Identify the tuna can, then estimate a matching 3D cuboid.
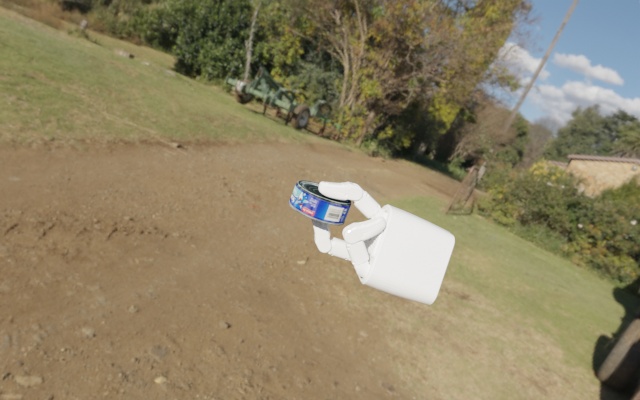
[{"bbox_3d":[0.000,0.002,0.683,0.086,0.034,0.086,20,14,-5],"label":"tuna can"}]
